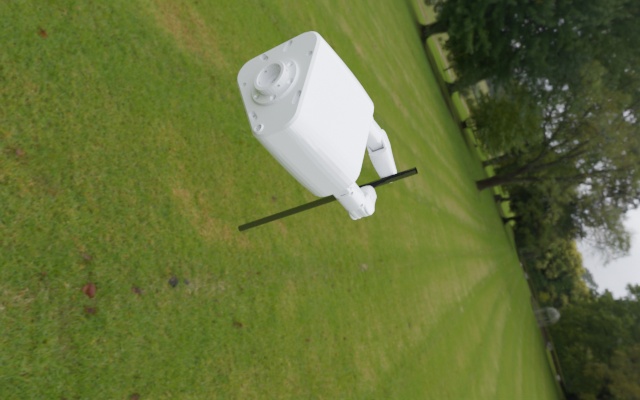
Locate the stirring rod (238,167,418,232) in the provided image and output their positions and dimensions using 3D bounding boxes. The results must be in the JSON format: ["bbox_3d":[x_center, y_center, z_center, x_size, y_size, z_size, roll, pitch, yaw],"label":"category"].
[{"bbox_3d":[0.000,0.002,0.568,0.239,0.011,0.011,-18,-8,24],"label":"stirring rod"}]
